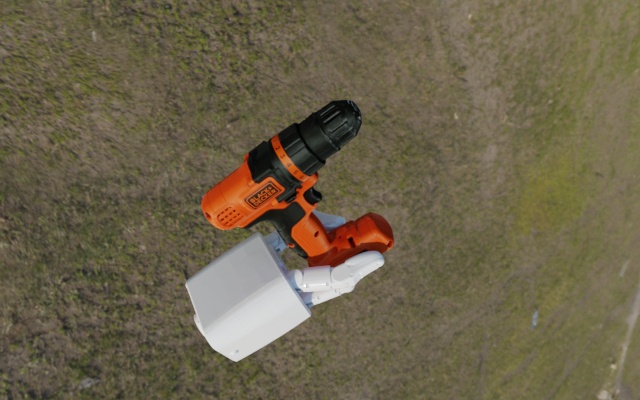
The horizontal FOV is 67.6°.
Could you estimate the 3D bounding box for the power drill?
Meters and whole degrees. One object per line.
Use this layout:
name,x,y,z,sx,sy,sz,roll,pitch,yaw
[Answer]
power drill,0.000,0.002,0.505,0.184,0.057,0.188,-33,-52,17
